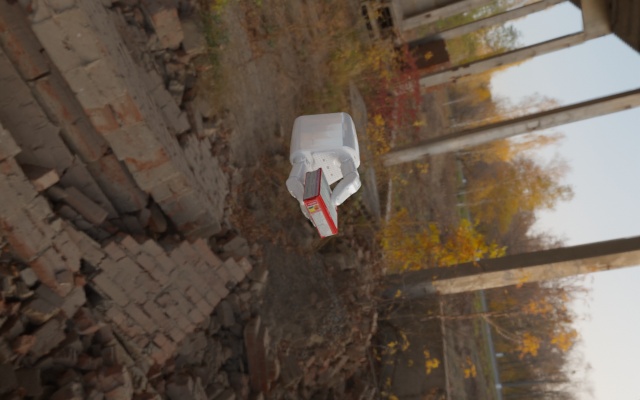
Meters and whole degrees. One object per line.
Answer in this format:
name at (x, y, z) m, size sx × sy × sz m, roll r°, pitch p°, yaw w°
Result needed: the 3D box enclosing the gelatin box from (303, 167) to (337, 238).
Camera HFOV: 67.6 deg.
gelatin box at (0.001, 0.002, 0.740) m, size 0.030 × 0.073 × 0.089 m, roll -18°, pitch 30°, yaw 12°
